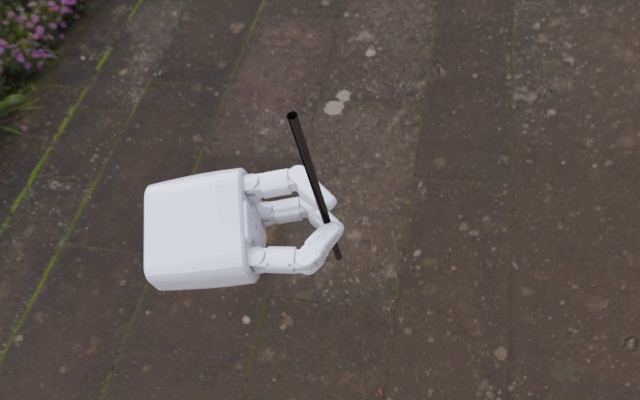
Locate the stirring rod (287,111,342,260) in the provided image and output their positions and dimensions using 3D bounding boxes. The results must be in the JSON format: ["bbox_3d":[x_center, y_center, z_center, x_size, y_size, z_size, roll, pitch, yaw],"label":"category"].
[{"bbox_3d":[0.000,0.002,0.448,0.011,0.011,0.240,0,-32,12],"label":"stirring rod"}]
